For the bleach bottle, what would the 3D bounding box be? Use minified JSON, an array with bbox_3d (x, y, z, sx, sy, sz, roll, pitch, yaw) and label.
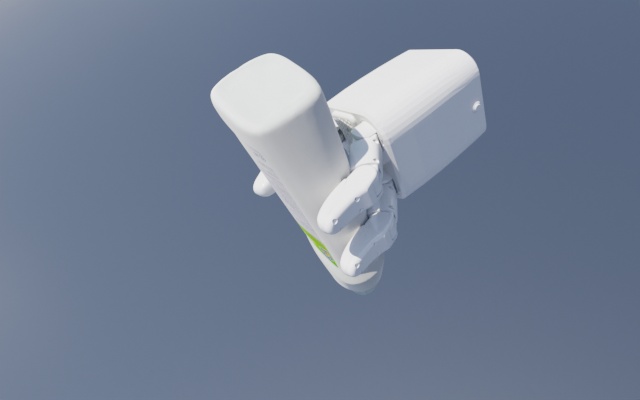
[{"bbox_3d":[0.000,0.001,0.425,0.068,0.251,0.102,-35,44,-9],"label":"bleach bottle"}]
